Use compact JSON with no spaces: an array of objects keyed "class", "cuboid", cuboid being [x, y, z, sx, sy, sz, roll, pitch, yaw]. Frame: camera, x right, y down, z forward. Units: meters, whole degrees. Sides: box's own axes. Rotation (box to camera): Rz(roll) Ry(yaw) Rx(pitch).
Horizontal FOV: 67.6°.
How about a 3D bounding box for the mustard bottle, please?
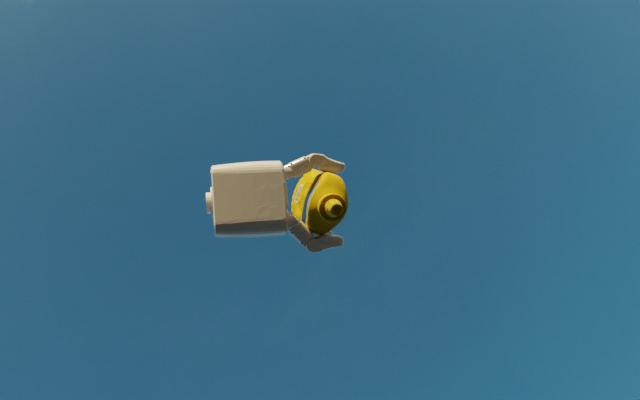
[{"class":"mustard bottle","cuboid":[0.000,0.002,0.749,0.058,0.096,0.191,21,1,-14]}]
